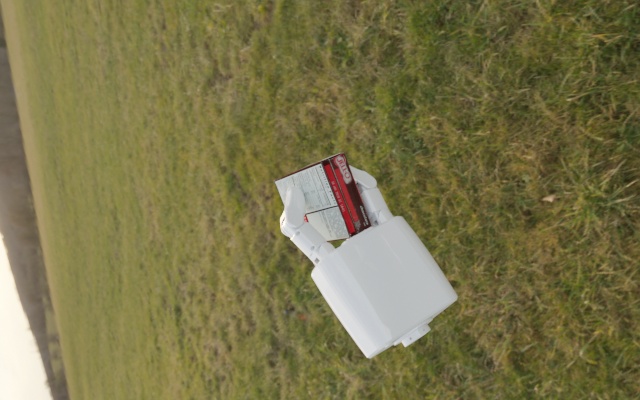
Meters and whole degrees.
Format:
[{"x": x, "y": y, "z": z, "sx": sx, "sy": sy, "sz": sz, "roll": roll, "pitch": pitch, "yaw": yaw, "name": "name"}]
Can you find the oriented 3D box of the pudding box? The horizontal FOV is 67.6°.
[{"x": 0.000, "y": 0.002, "z": 0.551, "sx": 0.039, "sy": 0.090, "sz": 0.113, "roll": -23, "pitch": 4, "yaw": -36, "name": "pudding box"}]
